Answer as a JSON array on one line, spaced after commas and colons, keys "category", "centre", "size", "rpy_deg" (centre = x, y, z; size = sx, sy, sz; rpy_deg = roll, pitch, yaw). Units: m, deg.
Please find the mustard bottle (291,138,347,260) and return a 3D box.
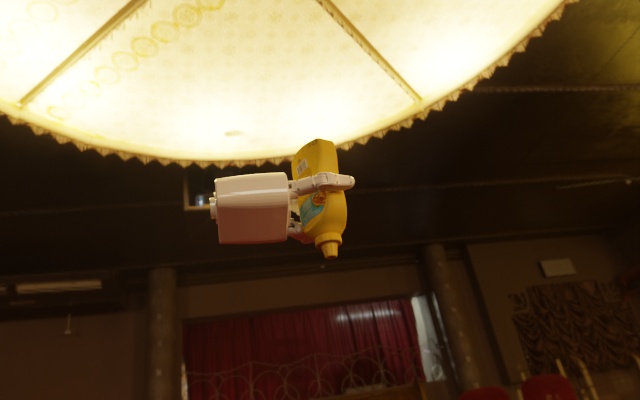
[{"category": "mustard bottle", "centre": [0.000, 0.002, 0.760], "size": [0.058, 0.191, 0.096], "rpy_deg": [10, -34, -33]}]
